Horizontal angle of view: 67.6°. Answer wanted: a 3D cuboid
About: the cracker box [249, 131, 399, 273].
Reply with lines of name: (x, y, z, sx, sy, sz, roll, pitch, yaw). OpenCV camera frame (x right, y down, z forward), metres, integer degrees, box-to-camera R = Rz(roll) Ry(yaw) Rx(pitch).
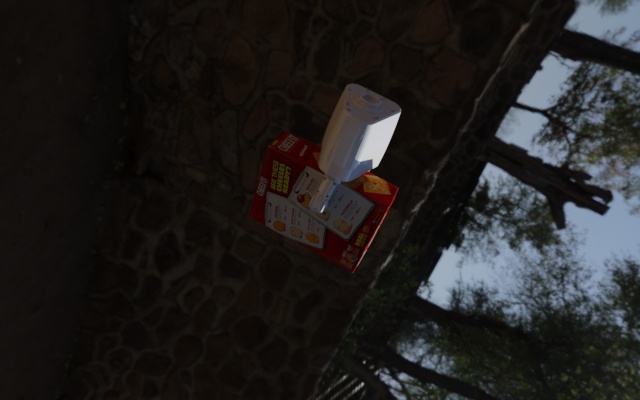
cracker box: (0.000, 0.003, 0.810, 0.213, 0.164, 0.072, 28, 39, 7)
